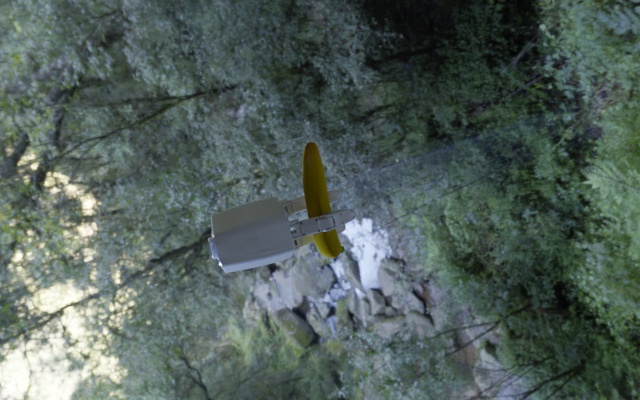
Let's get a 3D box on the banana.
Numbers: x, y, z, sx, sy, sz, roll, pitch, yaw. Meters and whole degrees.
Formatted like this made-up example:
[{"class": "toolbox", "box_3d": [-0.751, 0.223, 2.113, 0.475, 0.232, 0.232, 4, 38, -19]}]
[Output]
[{"class": "banana", "box_3d": [0.000, 0.014, 0.713, 0.037, 0.198, 0.069, -10, 26, 8]}]
